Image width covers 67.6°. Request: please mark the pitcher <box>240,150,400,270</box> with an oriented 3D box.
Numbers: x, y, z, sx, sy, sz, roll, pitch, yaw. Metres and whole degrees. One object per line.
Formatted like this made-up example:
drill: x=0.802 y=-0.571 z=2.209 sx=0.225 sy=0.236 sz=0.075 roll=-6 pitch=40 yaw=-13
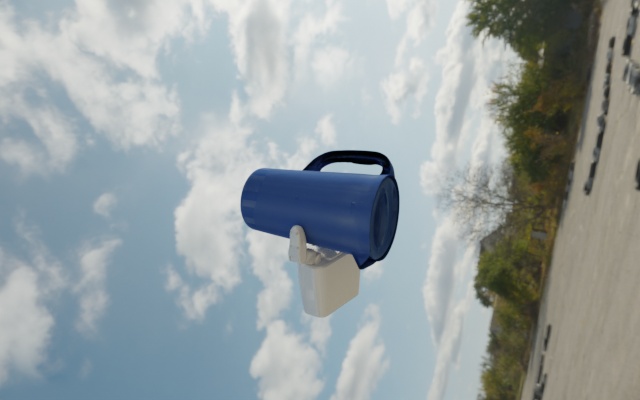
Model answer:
pitcher: x=0.000 y=0.003 z=0.770 sx=0.243 sy=0.145 sz=0.149 roll=9 pitch=28 yaw=26
